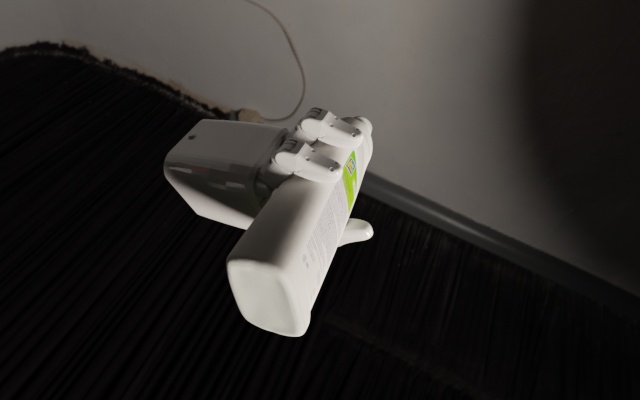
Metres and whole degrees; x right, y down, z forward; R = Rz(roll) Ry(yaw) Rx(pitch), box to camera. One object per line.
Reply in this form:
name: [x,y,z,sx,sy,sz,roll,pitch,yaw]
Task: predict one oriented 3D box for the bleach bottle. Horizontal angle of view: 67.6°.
bleach bottle: [0.000,0.002,0.476,0.068,0.103,0.250,11,45,20]
